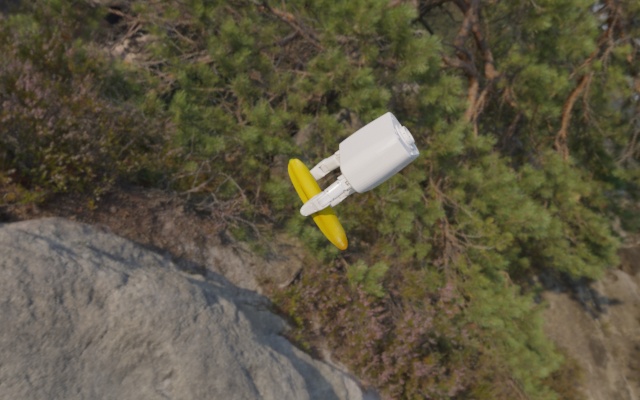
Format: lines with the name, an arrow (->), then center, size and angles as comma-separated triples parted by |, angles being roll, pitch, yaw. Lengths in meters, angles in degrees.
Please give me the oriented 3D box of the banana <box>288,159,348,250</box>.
banana -> -0.007, -0.001, 0.844 | 0.037, 0.197, 0.069 | -33, -13, 14
